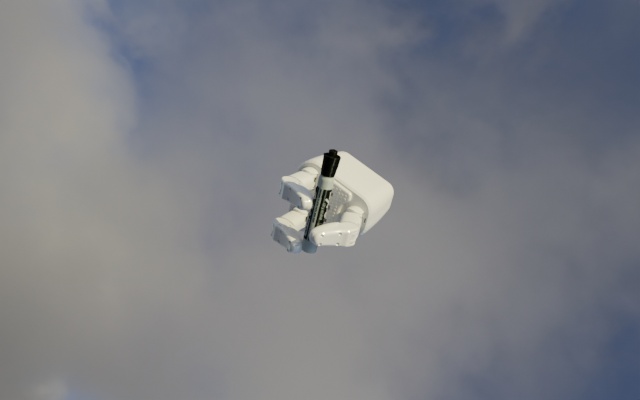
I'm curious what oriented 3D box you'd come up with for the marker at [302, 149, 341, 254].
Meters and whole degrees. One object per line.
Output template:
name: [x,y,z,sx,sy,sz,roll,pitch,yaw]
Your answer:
marker: [0.000,0.002,0.523,0.020,0.121,0.020,12,22,-5]
